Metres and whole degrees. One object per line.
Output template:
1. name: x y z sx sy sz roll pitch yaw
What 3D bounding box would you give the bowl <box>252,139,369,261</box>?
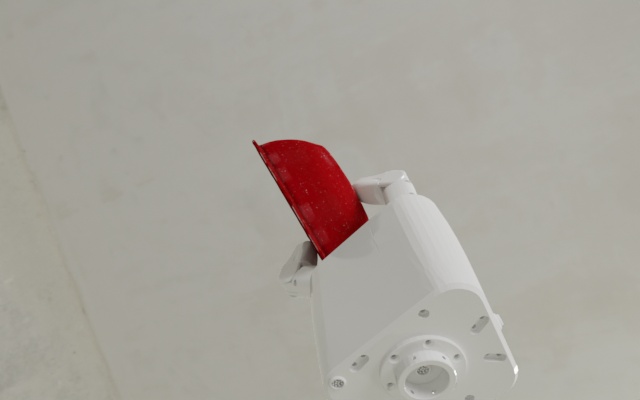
1. bowl: 0.000 0.001 0.448 0.055 0.162 0.162 -31 2 -4
